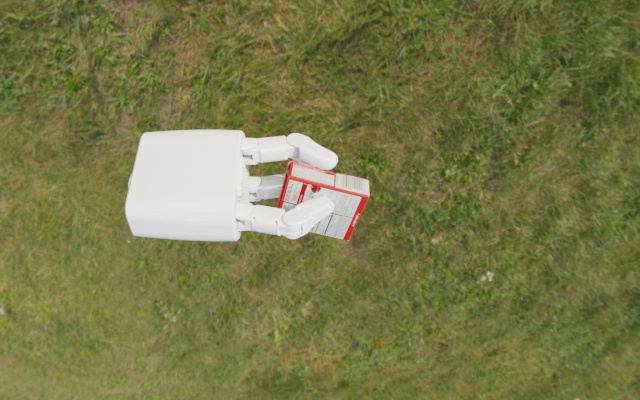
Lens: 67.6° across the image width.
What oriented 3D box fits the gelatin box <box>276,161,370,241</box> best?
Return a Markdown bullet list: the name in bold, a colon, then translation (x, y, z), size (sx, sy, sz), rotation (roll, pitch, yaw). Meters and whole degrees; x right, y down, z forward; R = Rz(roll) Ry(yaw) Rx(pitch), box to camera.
- **gelatin box**: translation (0.000, 0.002, 0.513), size (0.089, 0.073, 0.030), rotation (14, 43, -7)
